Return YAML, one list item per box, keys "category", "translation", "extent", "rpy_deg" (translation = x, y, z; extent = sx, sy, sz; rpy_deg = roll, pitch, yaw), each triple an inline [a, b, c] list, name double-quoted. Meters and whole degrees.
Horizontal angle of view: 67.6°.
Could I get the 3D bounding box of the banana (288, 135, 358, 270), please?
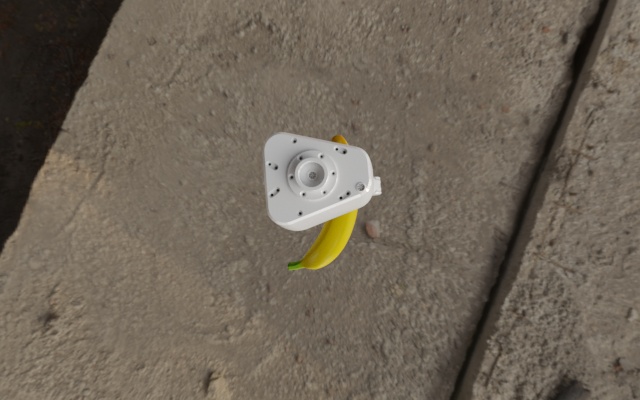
- category: "banana"
  translation: [0.016, 0.012, 0.642]
  extent: [0.069, 0.198, 0.037]
  rpy_deg: [20, -1, 10]
